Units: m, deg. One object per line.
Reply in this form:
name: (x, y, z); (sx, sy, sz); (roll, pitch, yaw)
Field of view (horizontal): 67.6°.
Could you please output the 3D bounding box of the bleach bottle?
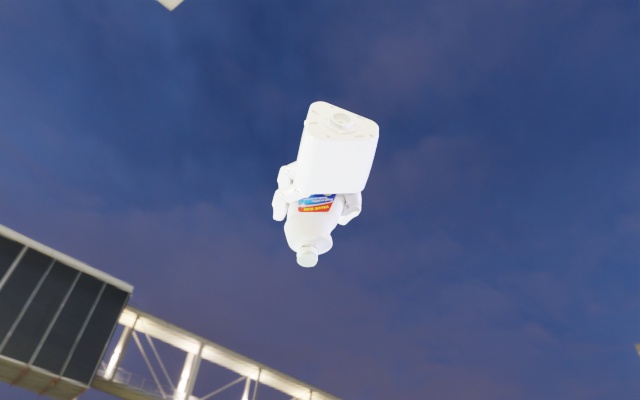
bleach bottle: (0.000, 0.003, 0.790); (0.102, 0.250, 0.068); (11, -44, -4)
